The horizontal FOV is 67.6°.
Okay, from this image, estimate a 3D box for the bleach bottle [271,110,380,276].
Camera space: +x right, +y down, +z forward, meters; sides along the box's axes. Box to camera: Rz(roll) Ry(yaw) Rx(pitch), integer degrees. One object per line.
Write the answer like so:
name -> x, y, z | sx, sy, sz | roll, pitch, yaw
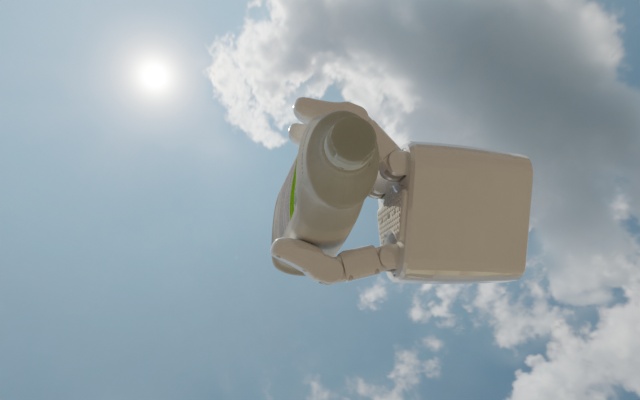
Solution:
bleach bottle -> 0.000, 0.001, 0.402 | 0.068, 0.102, 0.251 | 4, -14, -8
